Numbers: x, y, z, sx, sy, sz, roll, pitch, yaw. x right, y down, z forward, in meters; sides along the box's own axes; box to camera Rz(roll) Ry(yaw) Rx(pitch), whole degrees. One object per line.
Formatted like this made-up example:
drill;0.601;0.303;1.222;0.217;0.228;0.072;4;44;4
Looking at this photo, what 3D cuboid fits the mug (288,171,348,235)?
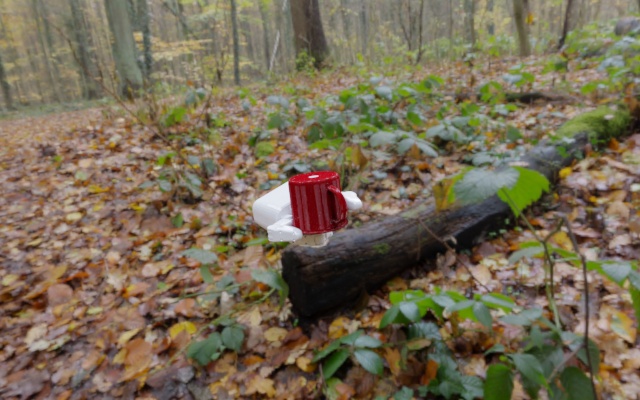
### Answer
mug;0.001;0.002;0.741;0.093;0.081;0.117;-16;16;-31
